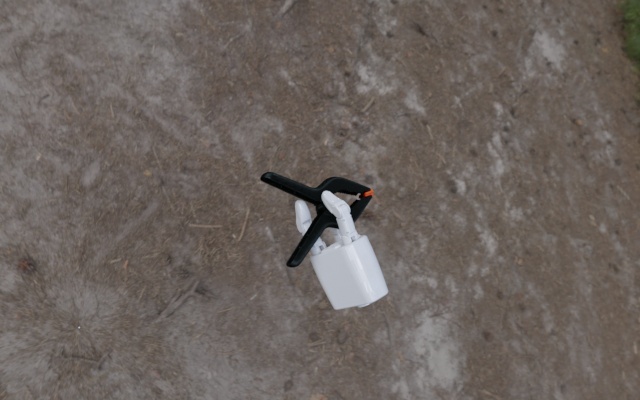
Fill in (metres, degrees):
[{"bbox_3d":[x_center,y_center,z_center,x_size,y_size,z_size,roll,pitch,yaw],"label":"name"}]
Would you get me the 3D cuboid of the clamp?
[{"bbox_3d":[0.001,0.003,0.838,0.210,0.164,0.036,-24,3,-30],"label":"clamp"}]
